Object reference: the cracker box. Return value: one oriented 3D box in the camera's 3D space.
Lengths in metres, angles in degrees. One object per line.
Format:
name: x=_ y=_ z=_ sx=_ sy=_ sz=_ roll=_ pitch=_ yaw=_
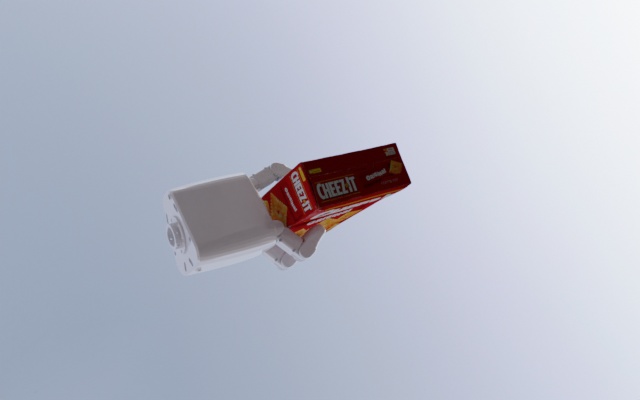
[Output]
cracker box: x=0.000 y=0.002 z=0.689 sx=0.164 sy=0.072 sz=0.214 roll=-16 pitch=-10 yaw=-35
